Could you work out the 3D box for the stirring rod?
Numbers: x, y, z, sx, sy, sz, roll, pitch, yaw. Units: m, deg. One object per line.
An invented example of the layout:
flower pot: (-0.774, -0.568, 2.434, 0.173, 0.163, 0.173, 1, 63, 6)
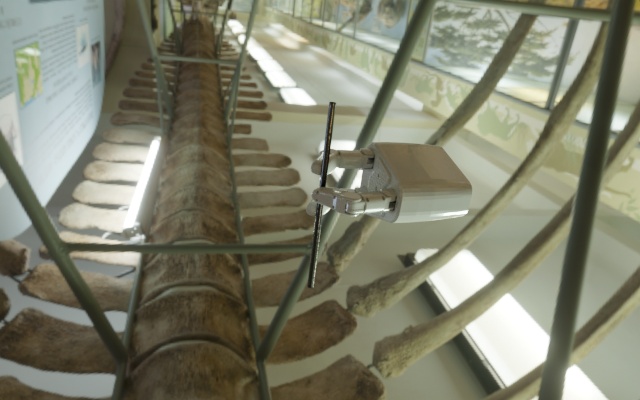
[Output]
stirring rod: (0.000, 0.002, 0.574, 0.011, 0.240, 0.011, 6, 23, -3)
